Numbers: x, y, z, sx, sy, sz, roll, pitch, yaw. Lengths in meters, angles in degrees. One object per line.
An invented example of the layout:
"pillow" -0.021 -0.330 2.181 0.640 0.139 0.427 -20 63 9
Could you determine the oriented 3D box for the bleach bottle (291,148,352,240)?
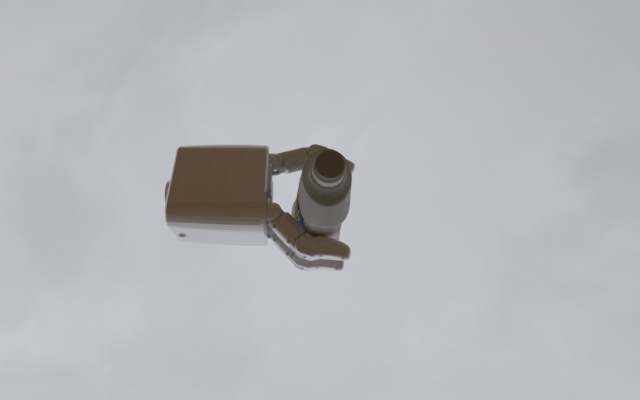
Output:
"bleach bottle" 0.000 0.002 0.554 0.068 0.102 0.251 1 -20 -4
